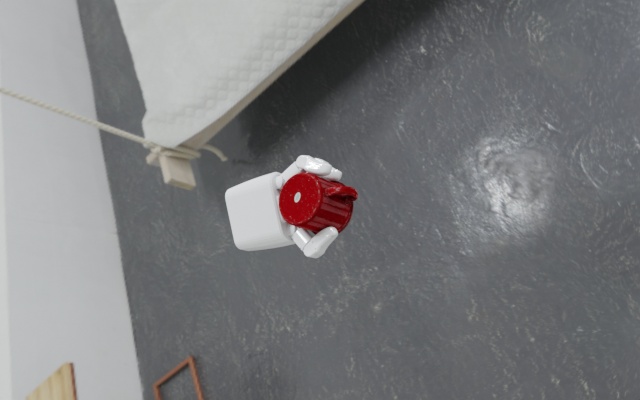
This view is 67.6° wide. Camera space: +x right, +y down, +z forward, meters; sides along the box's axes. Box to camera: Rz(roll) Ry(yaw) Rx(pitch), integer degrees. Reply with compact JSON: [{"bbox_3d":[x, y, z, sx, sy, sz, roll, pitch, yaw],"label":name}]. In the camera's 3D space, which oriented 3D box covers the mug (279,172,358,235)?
[{"bbox_3d":[0.001,0.002,0.722,0.117,0.093,0.081,-15,-21,32],"label":"mug"}]
